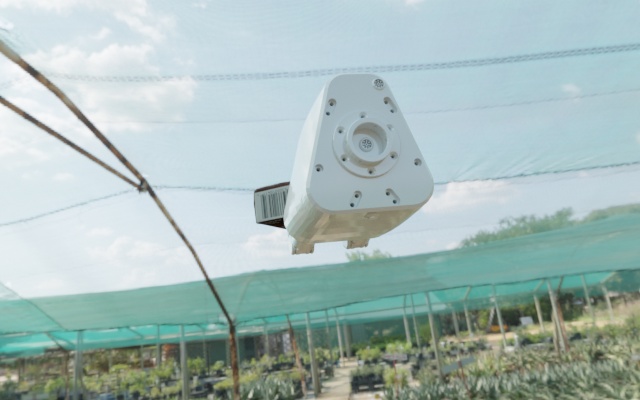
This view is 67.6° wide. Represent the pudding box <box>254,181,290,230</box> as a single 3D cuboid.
[{"bbox_3d":[0.000,0.001,0.492,0.113,0.039,0.090,-10,-11,16],"label":"pudding box"}]
